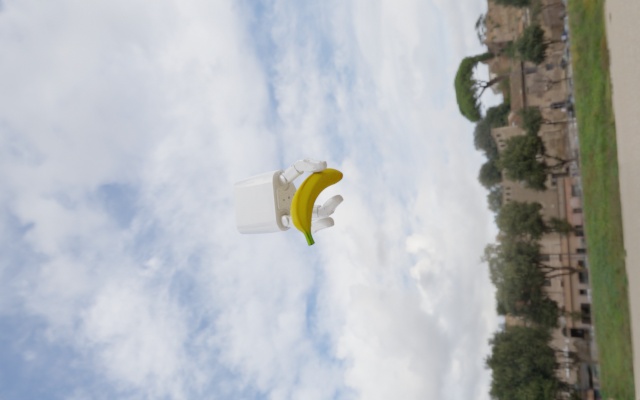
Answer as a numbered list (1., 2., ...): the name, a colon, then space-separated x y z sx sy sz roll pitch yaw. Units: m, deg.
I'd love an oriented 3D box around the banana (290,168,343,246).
1. banana: -0.010 -0.009 0.841 0.037 0.070 0.197 -14 33 33
